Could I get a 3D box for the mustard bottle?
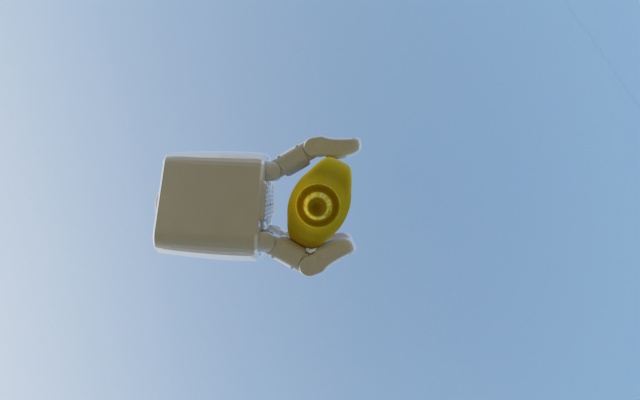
[{"bbox_3d":[0.000,0.002,0.506,0.058,0.096,0.191,27,3,1],"label":"mustard bottle"}]
